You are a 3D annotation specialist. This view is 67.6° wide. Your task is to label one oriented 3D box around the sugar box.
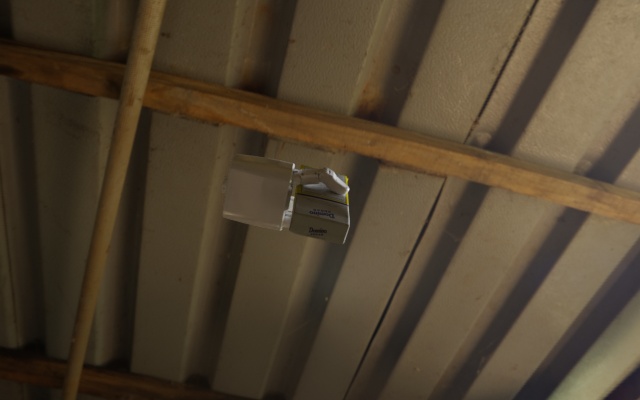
[{"bbox_3d":[0.000,0.003,0.825,0.093,0.048,0.176,13,31,-5],"label":"sugar box"}]
